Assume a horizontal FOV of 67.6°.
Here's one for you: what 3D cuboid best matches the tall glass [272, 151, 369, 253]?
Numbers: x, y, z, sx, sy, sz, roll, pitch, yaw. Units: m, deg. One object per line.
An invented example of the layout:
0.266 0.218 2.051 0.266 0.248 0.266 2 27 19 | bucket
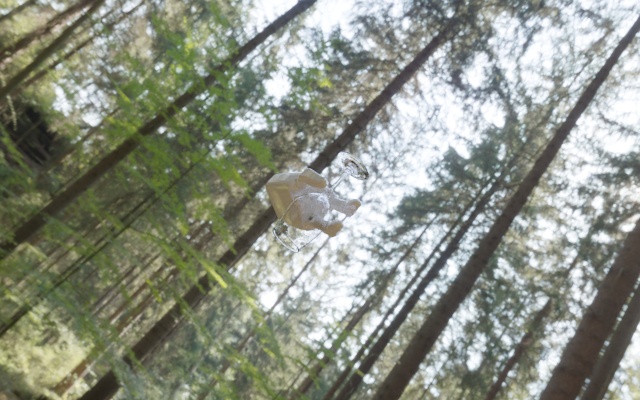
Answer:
0.001 0.002 0.876 0.201 0.079 0.079 -48 22 -22 | tall glass
